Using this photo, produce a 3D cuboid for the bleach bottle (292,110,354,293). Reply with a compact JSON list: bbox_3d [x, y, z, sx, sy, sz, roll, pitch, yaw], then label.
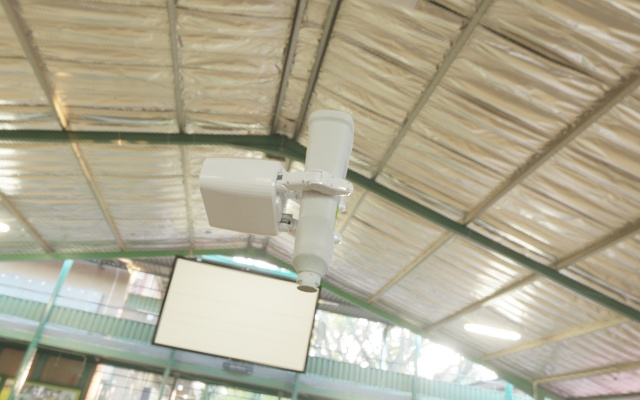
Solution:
[{"bbox_3d":[0.000,0.002,0.671,0.068,0.250,0.103,6,-28,7],"label":"bleach bottle"}]
